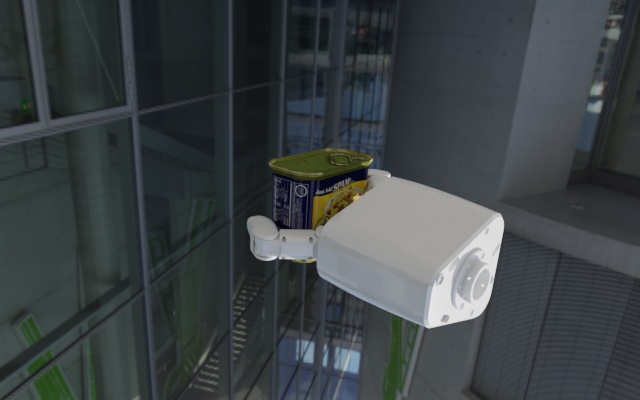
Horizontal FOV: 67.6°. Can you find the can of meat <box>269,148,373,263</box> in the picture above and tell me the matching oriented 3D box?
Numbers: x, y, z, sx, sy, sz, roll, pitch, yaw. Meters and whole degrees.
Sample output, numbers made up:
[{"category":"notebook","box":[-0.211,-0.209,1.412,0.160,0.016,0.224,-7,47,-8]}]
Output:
[{"category":"can of meat","box":[0.000,0.002,0.447,0.057,0.084,0.102,19,24,37]}]
